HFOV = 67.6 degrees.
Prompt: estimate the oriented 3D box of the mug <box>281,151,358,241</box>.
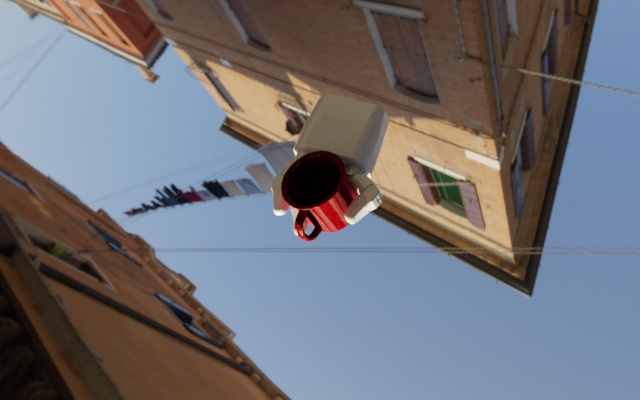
[{"bbox_3d":[0.000,0.003,0.656,0.093,0.117,0.081,9,-26,31],"label":"mug"}]
